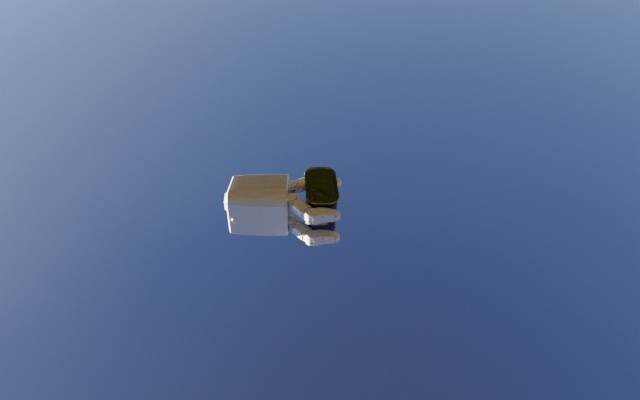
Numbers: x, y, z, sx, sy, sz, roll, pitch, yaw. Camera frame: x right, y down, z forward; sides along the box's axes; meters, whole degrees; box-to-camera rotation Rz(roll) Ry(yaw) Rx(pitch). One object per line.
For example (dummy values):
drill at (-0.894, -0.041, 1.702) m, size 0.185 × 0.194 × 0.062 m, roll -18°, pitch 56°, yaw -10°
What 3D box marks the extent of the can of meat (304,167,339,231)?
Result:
can of meat at (0.000, 0.003, 0.868) m, size 0.057 × 0.084 × 0.102 m, roll -1°, pitch 41°, yaw -5°
